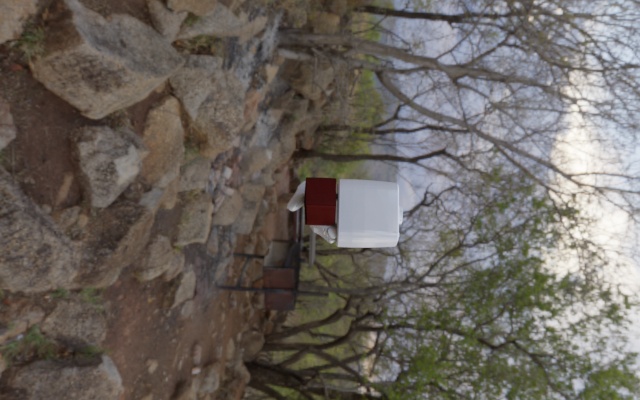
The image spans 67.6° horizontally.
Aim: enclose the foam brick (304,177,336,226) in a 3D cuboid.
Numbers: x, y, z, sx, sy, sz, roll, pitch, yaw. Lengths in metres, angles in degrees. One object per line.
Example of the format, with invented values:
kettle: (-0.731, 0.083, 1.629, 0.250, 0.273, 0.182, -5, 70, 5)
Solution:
foam brick: (0.000, 0.003, 0.796, 0.051, 0.053, 0.078, 2, -28, 1)
